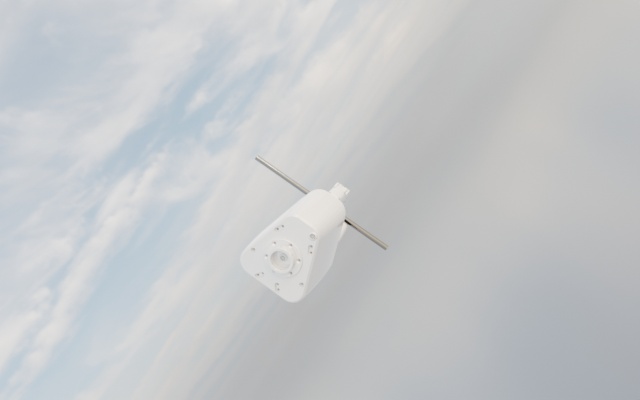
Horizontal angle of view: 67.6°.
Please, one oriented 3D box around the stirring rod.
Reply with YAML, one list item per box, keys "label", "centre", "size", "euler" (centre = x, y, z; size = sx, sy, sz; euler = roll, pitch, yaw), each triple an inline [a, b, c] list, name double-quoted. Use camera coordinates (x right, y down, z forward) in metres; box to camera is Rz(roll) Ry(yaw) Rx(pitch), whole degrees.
- label: "stirring rod"
  centre: [0.000, 0.002, 0.718]
  size: [0.239, 0.011, 0.011]
  euler: [35, 4, 6]
